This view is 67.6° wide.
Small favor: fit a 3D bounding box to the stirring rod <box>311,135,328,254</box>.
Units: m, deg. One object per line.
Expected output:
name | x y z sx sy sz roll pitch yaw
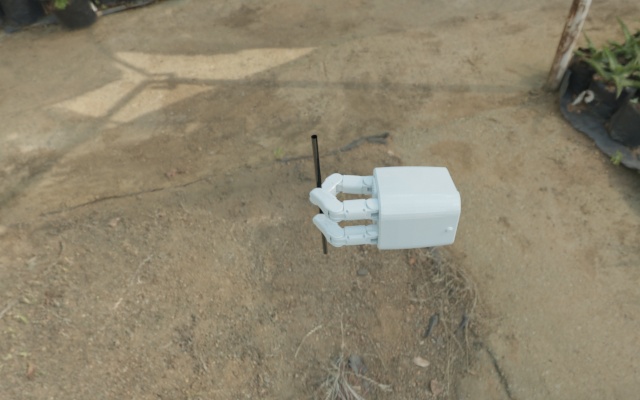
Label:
stirring rod | 0.000 0.002 0.681 0.011 0.011 0.240 0 -43 5
